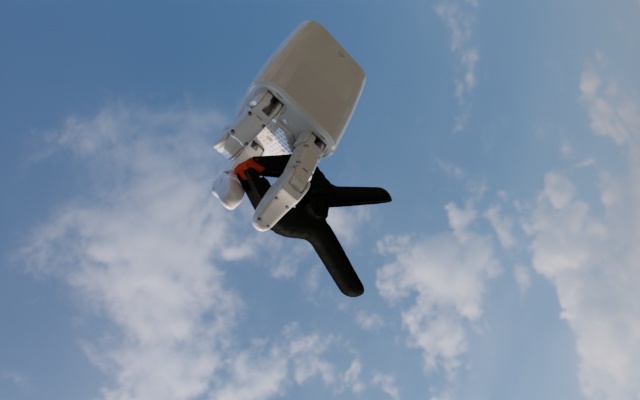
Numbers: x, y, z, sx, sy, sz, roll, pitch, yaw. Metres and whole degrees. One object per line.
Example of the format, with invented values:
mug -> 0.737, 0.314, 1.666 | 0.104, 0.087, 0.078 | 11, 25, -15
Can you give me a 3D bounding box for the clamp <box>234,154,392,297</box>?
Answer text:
clamp -> 0.000, 0.002, 0.465 | 0.171, 0.120, 0.039 | 42, -36, -22
